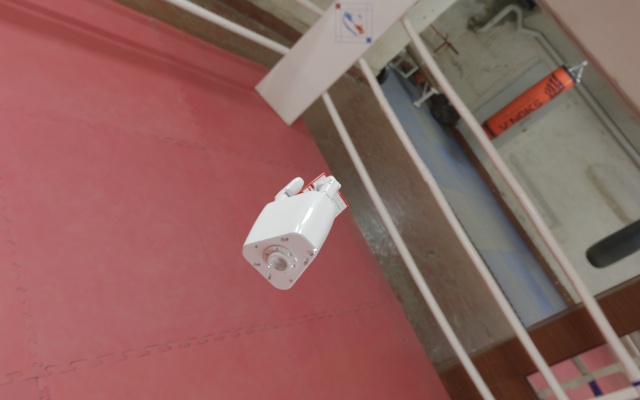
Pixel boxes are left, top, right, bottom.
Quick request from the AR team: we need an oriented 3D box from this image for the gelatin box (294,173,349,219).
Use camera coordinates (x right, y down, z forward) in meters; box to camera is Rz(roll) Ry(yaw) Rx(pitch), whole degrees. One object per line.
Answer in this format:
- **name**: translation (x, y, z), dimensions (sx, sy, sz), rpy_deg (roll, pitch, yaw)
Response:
- **gelatin box**: translation (0.001, 0.002, 0.810), dimensions (0.030, 0.073, 0.089), rpy_deg (-34, 4, 37)
